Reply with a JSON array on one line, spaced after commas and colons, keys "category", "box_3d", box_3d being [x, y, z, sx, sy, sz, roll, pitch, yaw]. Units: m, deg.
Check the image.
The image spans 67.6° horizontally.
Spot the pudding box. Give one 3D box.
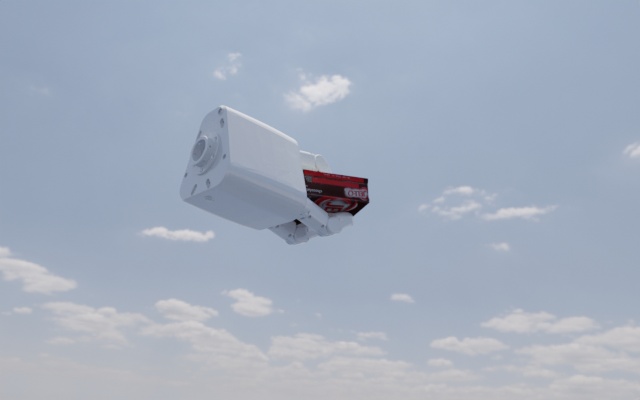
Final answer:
[{"category": "pudding box", "box_3d": [0.000, 0.002, 0.612, 0.090, 0.039, 0.113, 8, -22, -17]}]
